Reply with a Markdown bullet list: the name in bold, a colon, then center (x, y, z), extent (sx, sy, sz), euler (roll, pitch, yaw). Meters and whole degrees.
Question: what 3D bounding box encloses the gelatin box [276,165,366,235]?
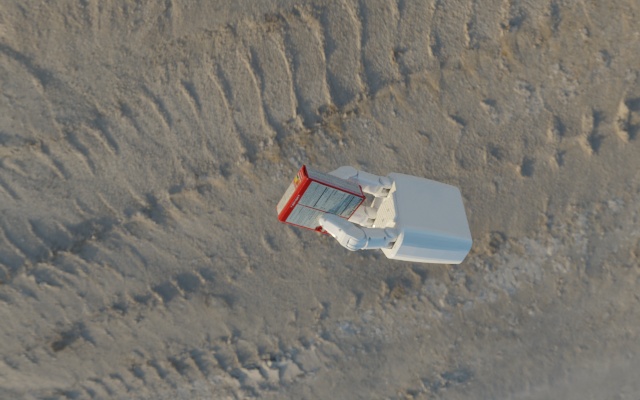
- **gelatin box**: center (0.000, 0.002, 0.598), extent (0.089, 0.073, 0.030), euler (17, 35, -29)
